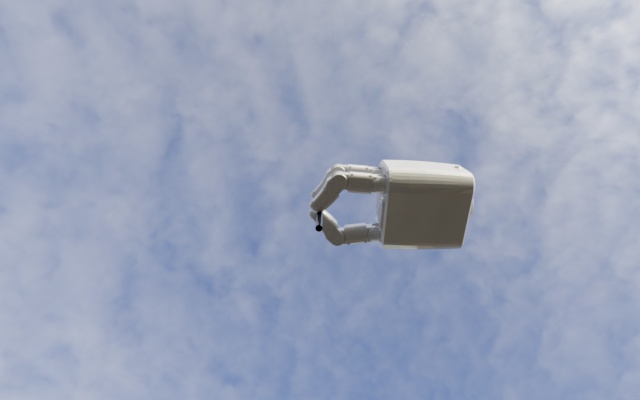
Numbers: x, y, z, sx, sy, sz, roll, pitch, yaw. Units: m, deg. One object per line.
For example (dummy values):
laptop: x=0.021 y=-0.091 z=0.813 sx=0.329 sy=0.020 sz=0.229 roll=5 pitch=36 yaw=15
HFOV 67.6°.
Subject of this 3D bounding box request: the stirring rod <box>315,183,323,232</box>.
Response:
stirring rod: x=0.000 y=0.002 z=0.643 sx=0.011 sy=0.011 sz=0.239 roll=0 pitch=14 yaw=1
